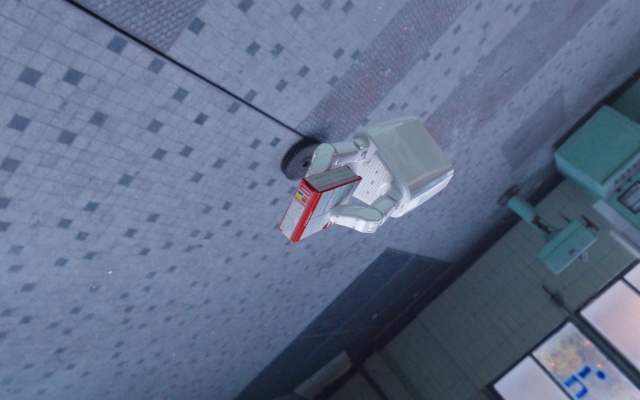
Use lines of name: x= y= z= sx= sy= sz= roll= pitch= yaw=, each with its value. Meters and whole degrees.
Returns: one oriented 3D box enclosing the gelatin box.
gelatin box: x=0.000 y=0.002 z=0.543 sx=0.030 sy=0.073 sz=0.089 roll=41 pitch=34 yaw=20
